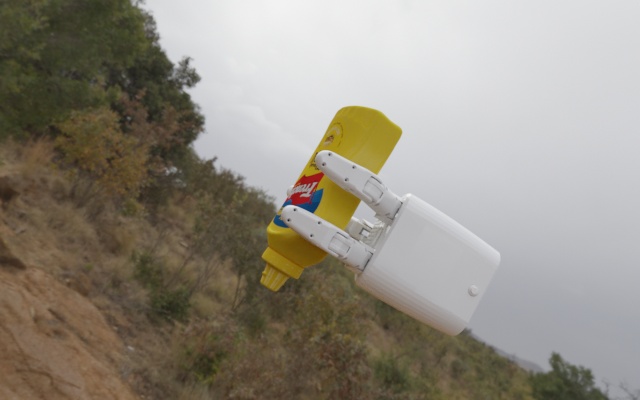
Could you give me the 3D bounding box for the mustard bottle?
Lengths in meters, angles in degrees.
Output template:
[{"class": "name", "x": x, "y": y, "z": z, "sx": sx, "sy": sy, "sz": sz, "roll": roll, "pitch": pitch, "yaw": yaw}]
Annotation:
[{"class": "mustard bottle", "x": 0.000, "y": 0.001, "z": 0.464, "sx": 0.058, "sy": 0.191, "sz": 0.096, "roll": 34, "pitch": -7, "yaw": -25}]
